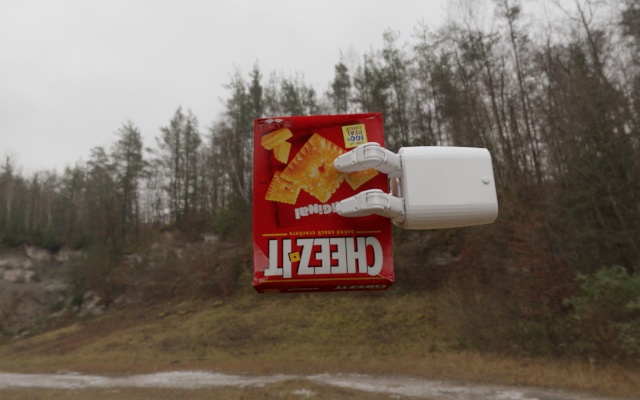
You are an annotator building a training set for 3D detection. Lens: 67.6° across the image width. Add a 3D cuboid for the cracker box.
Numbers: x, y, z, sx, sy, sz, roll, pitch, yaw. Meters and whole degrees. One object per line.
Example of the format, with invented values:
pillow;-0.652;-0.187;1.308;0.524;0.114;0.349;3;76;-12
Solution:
cracker box;0.000;0.002;0.589;0.164;0.213;0.072;-2;-17;0
